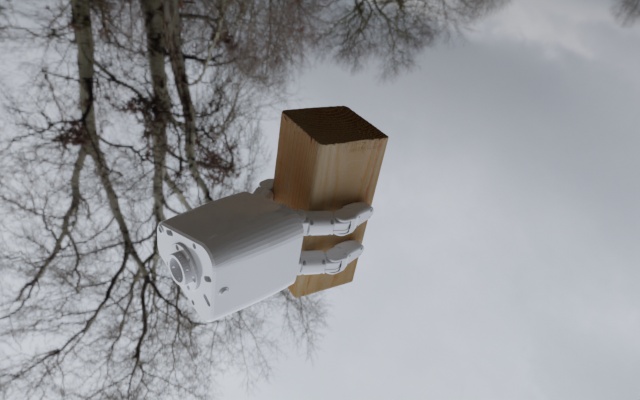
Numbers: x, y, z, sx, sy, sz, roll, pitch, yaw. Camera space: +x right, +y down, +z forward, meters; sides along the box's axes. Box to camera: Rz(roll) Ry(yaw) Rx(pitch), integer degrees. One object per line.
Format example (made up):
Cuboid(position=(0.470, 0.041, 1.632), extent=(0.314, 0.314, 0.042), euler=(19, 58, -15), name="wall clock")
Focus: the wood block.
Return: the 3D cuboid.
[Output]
Cuboid(position=(0.000, 0.002, 0.571), extent=(0.090, 0.206, 0.090), euler=(-11, 38, -30), name="wood block")
